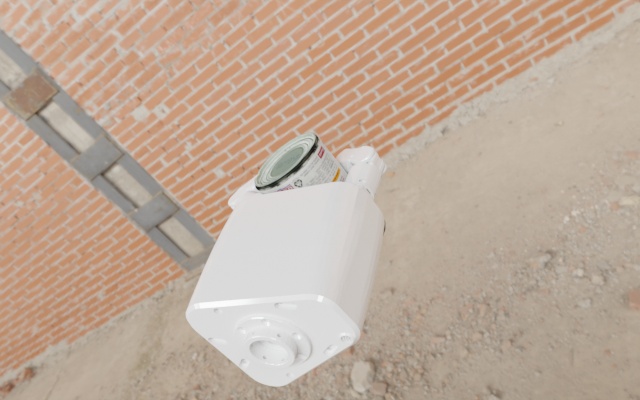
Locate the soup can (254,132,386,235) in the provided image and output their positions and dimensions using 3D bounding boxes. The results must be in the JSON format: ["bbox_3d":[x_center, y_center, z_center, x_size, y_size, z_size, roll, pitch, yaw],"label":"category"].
[{"bbox_3d":[0.000,0.001,0.410,0.102,0.068,0.068,49,-25,-24],"label":"soup can"}]
